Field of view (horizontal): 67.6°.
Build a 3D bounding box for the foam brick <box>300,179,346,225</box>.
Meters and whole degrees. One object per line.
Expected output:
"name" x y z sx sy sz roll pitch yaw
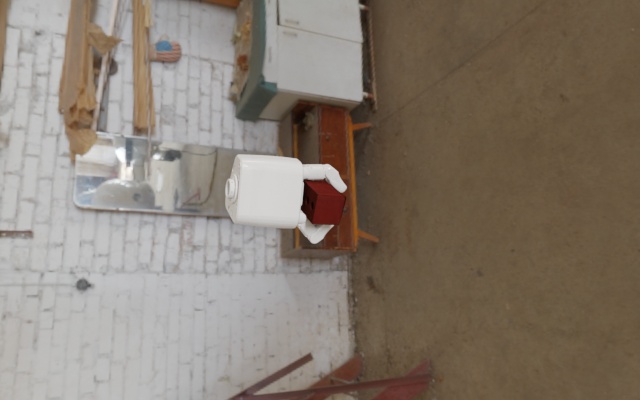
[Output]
"foam brick" 0.000 0.003 0.802 0.051 0.053 0.078 4 19 -25
